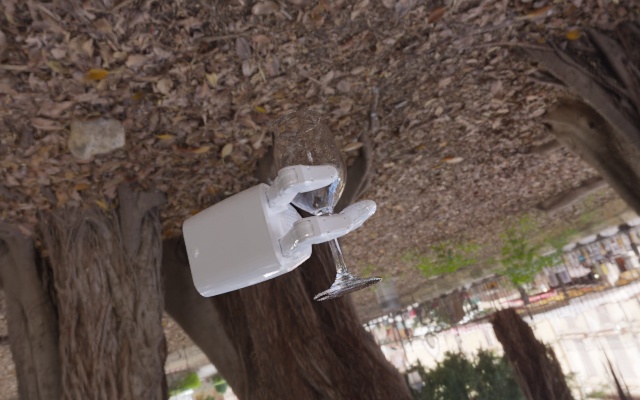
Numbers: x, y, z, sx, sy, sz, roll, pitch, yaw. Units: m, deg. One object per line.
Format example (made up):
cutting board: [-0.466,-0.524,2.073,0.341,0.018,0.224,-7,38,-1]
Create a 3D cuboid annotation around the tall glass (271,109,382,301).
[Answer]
tall glass: [0.000,0.002,0.523,0.079,0.201,0.079,-16,-17,-5]
